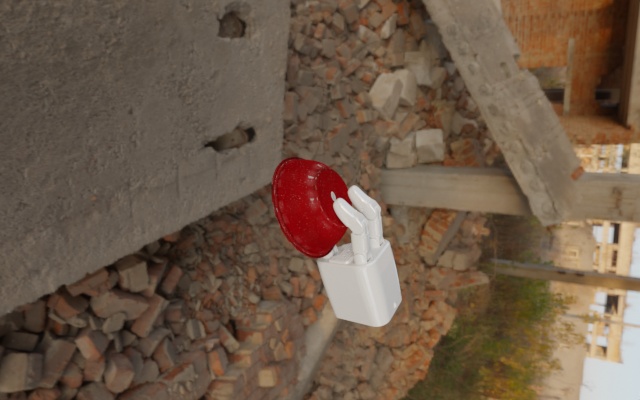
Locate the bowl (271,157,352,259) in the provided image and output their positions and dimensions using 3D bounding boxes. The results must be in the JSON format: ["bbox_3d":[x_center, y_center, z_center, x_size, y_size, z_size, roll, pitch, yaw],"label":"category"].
[{"bbox_3d":[0.000,0.001,0.716,0.055,0.162,0.162,-20,-11,33],"label":"bowl"}]
